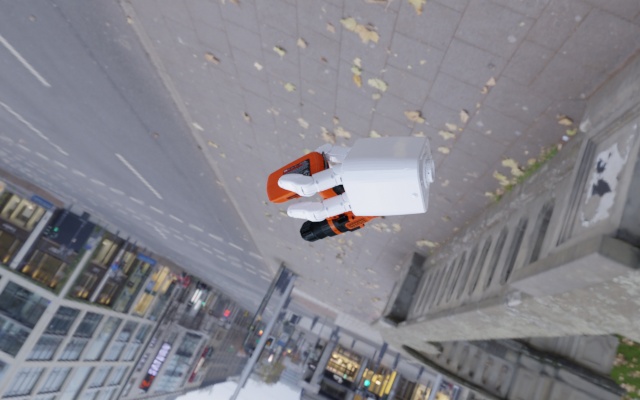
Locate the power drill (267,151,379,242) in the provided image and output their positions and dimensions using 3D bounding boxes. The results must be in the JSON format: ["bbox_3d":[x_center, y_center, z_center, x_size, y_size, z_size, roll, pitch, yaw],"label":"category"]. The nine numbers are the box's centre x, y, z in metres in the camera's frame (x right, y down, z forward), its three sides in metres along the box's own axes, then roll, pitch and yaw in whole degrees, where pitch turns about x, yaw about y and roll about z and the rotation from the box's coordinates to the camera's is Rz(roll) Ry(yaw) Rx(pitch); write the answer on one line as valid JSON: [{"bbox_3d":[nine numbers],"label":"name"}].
[{"bbox_3d":[0.000,0.002,0.782,0.184,0.057,0.188,-27,-35,27],"label":"power drill"}]
